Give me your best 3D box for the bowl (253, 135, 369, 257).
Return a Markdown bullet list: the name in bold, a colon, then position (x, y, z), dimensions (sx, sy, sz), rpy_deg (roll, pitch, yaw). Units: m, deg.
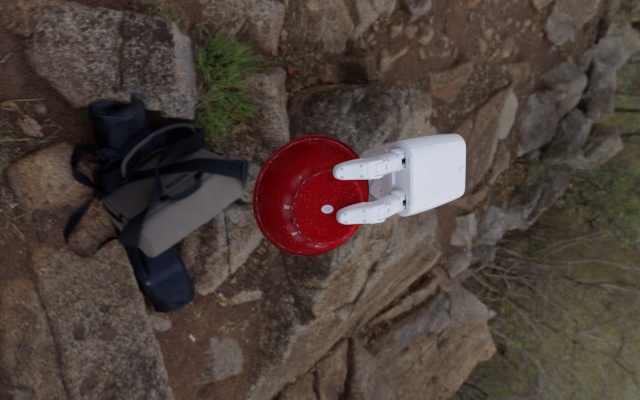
- **bowl**: position (-0.001, 0.003, 0.594), dimensions (0.162, 0.162, 0.055), rpy_deg (0, 14, -22)
